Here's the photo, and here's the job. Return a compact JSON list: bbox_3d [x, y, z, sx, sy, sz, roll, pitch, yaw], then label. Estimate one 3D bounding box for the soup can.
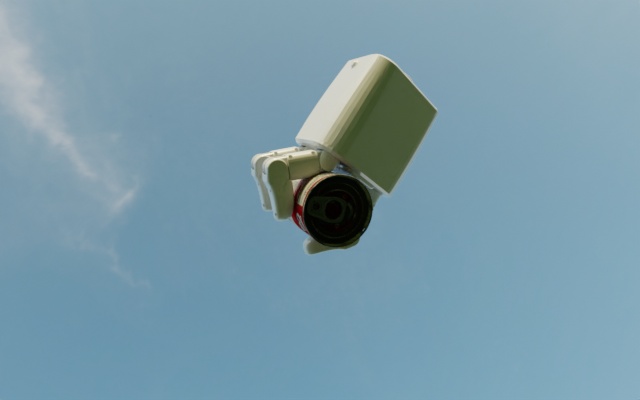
[{"bbox_3d":[0.000,0.002,0.479,0.068,0.068,0.102,0,10,-20],"label":"soup can"}]
